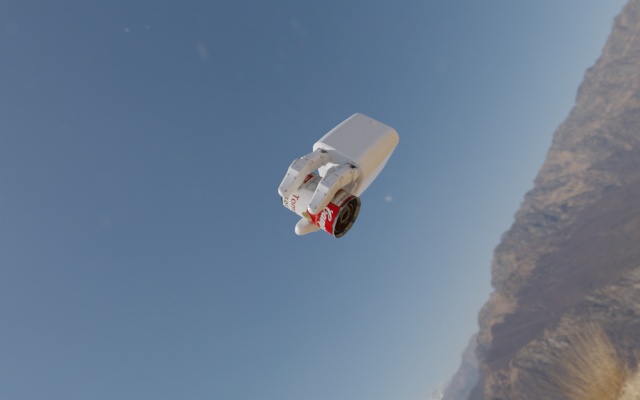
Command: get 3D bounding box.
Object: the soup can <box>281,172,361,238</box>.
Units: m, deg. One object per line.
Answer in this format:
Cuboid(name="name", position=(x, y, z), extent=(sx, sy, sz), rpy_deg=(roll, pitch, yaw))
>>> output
Cuboid(name="soup can", position=(0.000, 0.003, 0.717), extent=(0.102, 0.068, 0.068), rpy_deg=(30, 13, 25))
